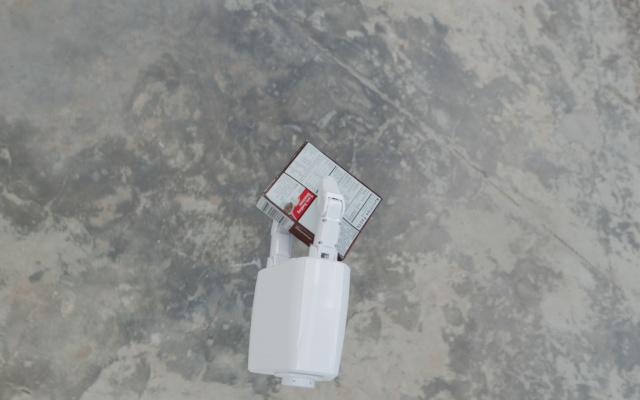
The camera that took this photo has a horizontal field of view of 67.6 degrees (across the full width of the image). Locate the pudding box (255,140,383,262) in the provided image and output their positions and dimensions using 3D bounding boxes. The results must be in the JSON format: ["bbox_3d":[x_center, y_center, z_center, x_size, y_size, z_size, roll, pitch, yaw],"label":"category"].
[{"bbox_3d":[0.000,0.002,0.532,0.113,0.090,0.039,39,-26,-4],"label":"pudding box"}]
